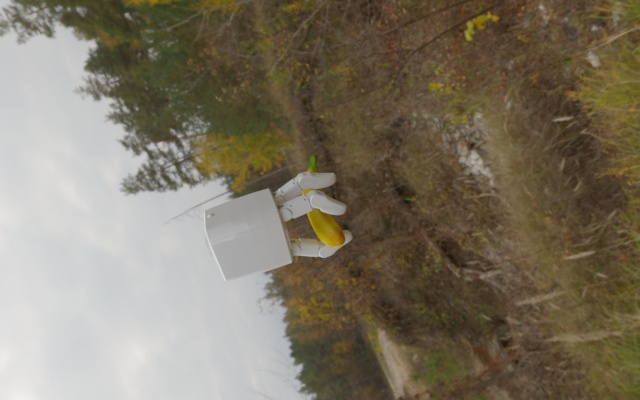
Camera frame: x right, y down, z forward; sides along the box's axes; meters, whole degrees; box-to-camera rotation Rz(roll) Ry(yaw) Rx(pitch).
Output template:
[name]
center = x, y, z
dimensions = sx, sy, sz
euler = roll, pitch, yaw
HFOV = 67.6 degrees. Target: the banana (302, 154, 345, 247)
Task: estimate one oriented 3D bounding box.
[banana]
center = -0.001, 0.013, 0.753
dimensions = 0.037, 0.070, 0.197
euler = -10, 46, -10
